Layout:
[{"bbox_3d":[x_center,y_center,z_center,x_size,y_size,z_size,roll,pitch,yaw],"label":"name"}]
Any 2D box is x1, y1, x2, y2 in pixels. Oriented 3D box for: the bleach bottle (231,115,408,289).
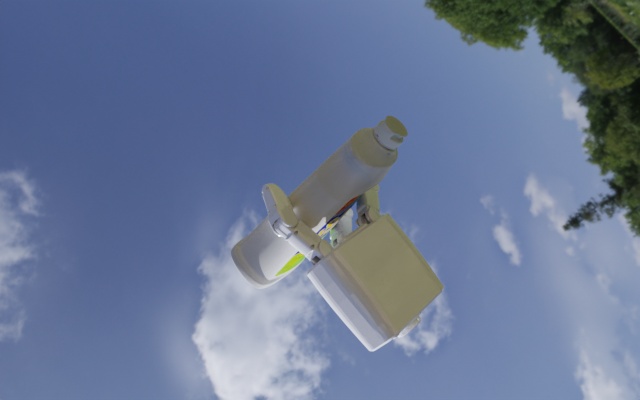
[{"bbox_3d":[0.000,0.002,0.535,0.102,0.068,0.251,-26,-16,-52],"label":"bleach bottle"}]
